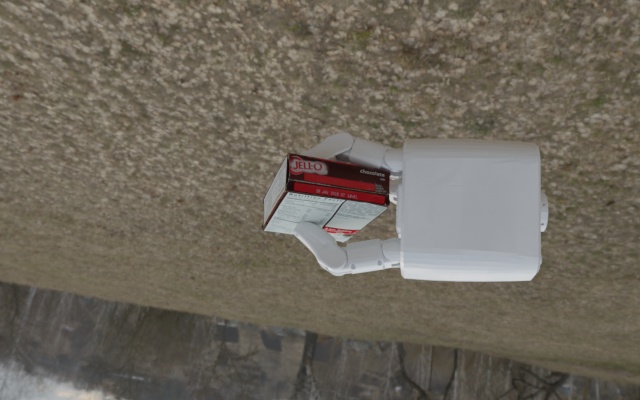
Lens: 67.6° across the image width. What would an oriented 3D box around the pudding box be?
[{"bbox_3d":[0.000,0.002,0.430,0.090,0.039,0.113,10,-24,-15],"label":"pudding box"}]
